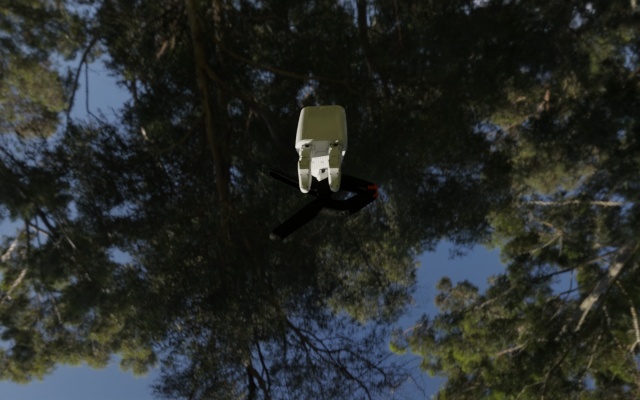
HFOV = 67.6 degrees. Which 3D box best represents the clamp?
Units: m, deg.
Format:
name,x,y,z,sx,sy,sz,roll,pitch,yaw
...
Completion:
name,x,y,z,sx,sy,sz,roll,pitch,yaw
clamp,0.001,0.003,0.879,0.210,0.164,0.036,-1,-36,5
